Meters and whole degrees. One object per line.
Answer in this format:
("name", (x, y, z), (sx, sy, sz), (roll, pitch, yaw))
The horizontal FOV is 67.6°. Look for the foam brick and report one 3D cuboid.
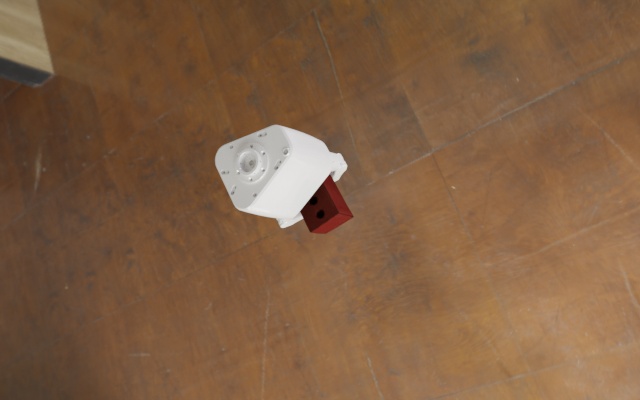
("foam brick", (0.000, 0.002, 0.679), (0.053, 0.078, 0.051), (-34, -19, 19))
